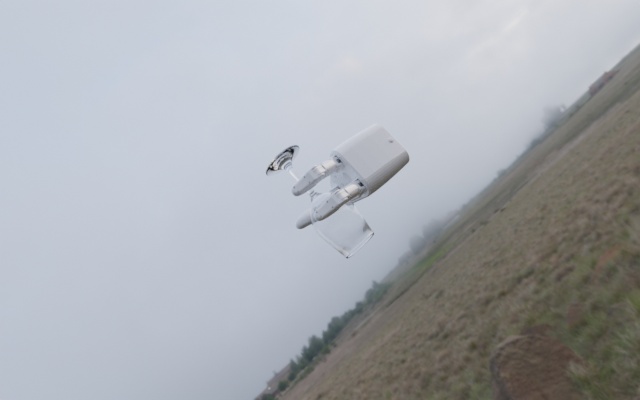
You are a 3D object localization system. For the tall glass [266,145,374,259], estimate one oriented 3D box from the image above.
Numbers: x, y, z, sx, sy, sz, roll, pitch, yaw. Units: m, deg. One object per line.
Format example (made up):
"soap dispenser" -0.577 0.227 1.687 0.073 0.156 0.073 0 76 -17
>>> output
"tall glass" 0.000 0.002 0.800 0.079 0.201 0.079 -40 -13 -11
